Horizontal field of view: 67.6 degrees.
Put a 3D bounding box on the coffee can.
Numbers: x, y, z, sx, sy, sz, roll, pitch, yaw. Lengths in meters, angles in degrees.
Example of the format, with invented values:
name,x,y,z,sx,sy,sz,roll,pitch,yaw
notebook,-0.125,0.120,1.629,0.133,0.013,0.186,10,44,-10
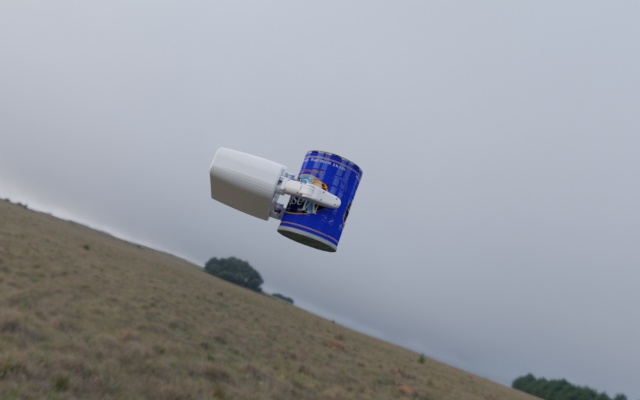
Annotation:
name,x,y,z,sx,sy,sz,roll,pitch,yaw
coffee can,0.000,0.003,0.788,0.103,0.140,0.103,19,-13,5
